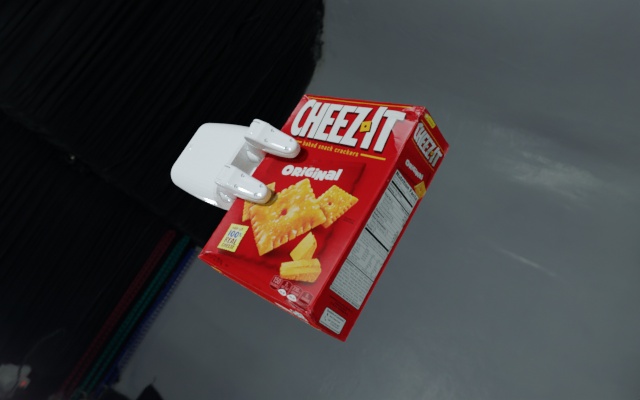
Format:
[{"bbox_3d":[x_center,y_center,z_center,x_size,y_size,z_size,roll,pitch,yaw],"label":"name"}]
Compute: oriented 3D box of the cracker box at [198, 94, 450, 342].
[{"bbox_3d":[0.000,0.002,0.468,0.164,0.213,0.072,18,-18,43],"label":"cracker box"}]
